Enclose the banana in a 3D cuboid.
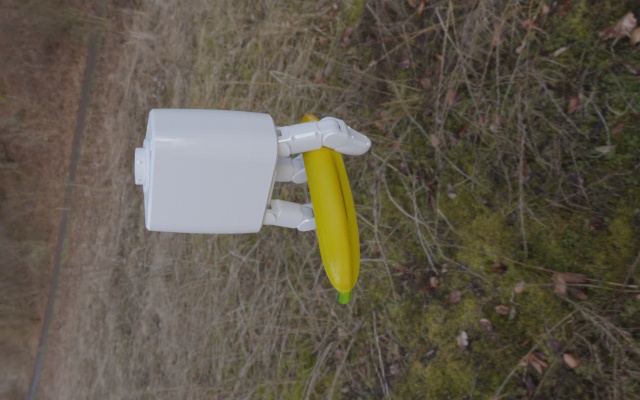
[{"bbox_3d":[0.006,0.001,0.459,0.037,0.197,0.070,-6,-11,-19],"label":"banana"}]
